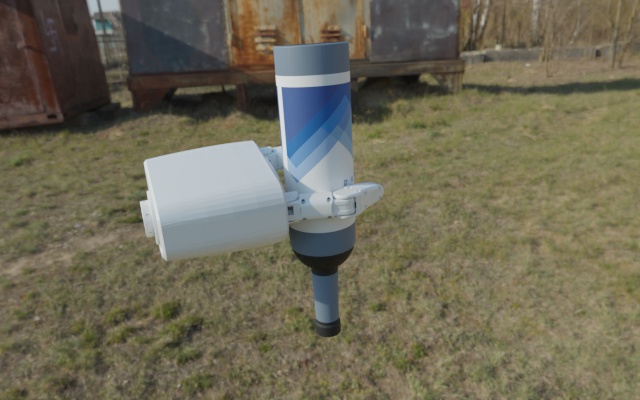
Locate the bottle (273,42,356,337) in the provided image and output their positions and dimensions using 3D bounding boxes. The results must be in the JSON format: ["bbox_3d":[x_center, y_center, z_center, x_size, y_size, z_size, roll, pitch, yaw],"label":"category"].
[{"bbox_3d":[0.000,0.001,0.467,0.069,0.296,0.069,-3,19,1],"label":"bottle"}]
